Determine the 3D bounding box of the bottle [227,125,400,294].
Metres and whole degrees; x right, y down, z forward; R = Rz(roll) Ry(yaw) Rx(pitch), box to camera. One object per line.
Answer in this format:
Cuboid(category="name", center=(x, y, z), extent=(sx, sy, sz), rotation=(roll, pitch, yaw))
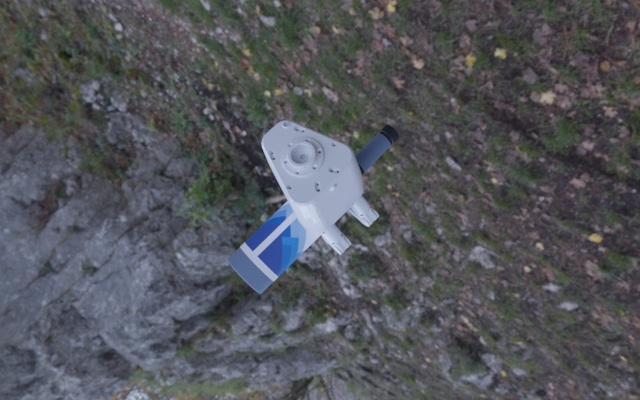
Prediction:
Cuboid(category="bottle", center=(0.000, 0.002, 0.671), extent=(0.295, 0.069, 0.069), rotation=(-44, 7, -7))
